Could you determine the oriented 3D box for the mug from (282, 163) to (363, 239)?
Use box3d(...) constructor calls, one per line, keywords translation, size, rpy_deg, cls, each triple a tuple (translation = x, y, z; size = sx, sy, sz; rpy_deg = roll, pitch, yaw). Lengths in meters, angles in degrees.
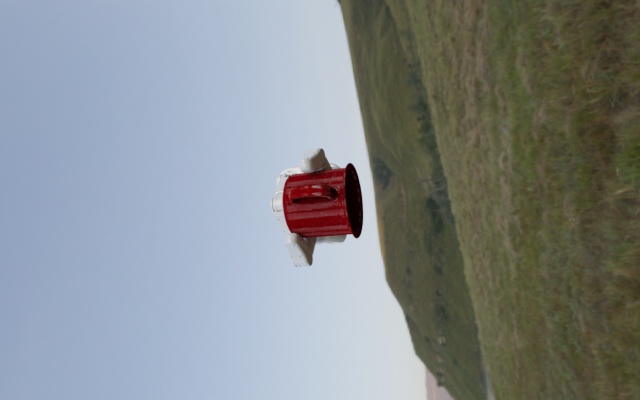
box3d(translation=(-0.001, 0.002, 0.581), size=(0.081, 0.093, 0.117), rpy_deg=(-6, -11, 17), cls="mug")
